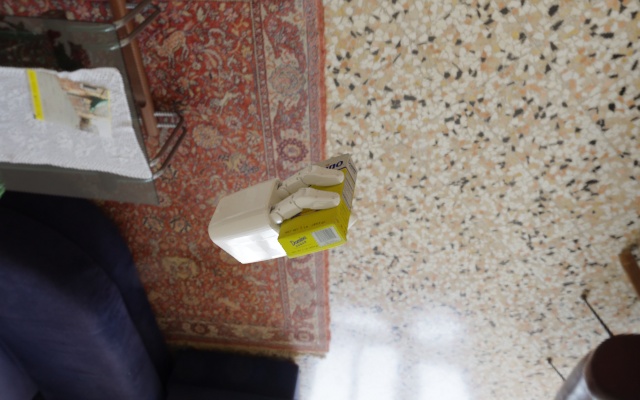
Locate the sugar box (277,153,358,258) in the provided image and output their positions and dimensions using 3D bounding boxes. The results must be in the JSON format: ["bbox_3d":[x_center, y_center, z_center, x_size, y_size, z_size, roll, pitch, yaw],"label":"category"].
[{"bbox_3d":[0.000,0.002,0.714,0.093,0.048,0.176,-17,35,21],"label":"sugar box"}]
